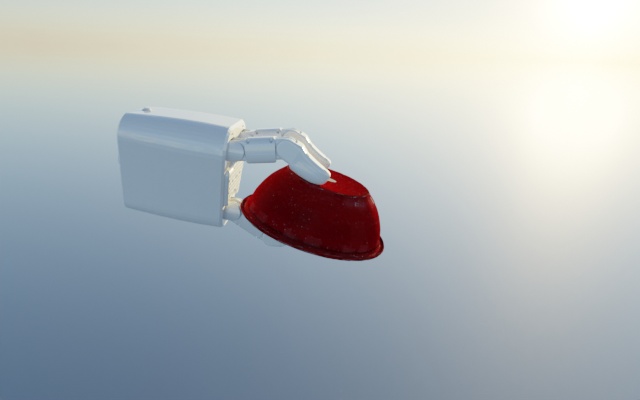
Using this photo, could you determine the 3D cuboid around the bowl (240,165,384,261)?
[{"bbox_3d":[0.001,0.002,0.510,0.162,0.055,0.162,17,17,-5],"label":"bowl"}]
